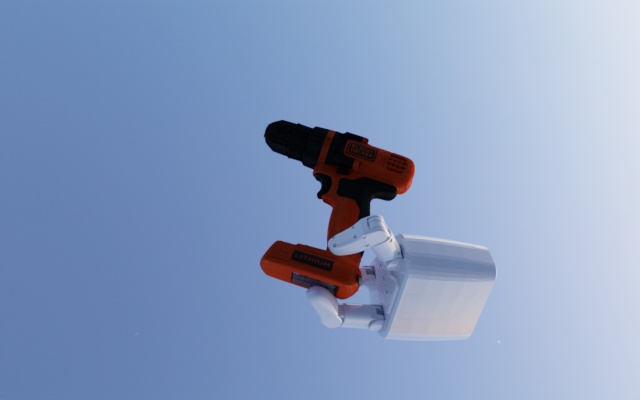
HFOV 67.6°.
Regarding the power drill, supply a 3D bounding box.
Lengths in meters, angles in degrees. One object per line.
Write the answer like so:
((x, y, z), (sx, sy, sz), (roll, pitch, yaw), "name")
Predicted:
((0.000, 0.002, 0.533), (0.184, 0.187, 0.057), (17, -26, 6), "power drill")
